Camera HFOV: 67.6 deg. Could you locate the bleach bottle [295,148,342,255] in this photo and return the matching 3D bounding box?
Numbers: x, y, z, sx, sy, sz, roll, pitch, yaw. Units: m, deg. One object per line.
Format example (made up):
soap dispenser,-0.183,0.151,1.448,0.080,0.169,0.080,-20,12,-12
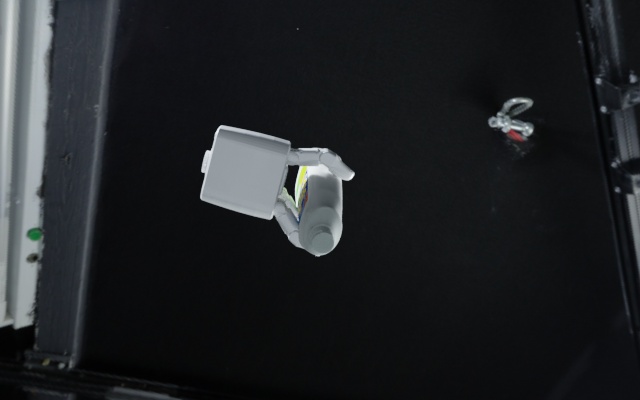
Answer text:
bleach bottle,0.000,0.002,0.698,0.068,0.102,0.250,14,18,-8
